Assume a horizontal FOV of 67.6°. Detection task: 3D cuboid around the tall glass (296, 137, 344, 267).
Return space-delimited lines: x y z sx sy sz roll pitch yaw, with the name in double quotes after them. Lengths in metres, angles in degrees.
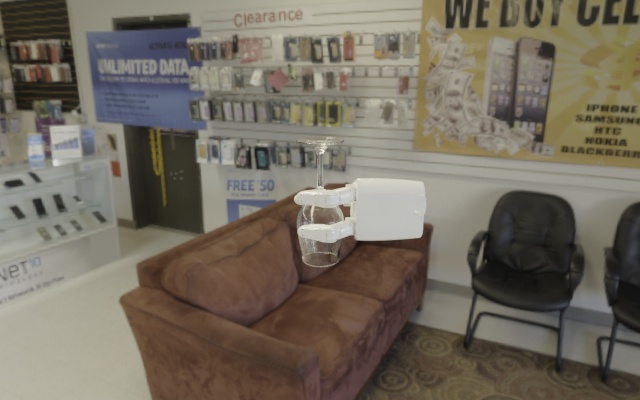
0.000 0.002 0.767 0.079 0.201 0.079 0 16 0 "tall glass"
